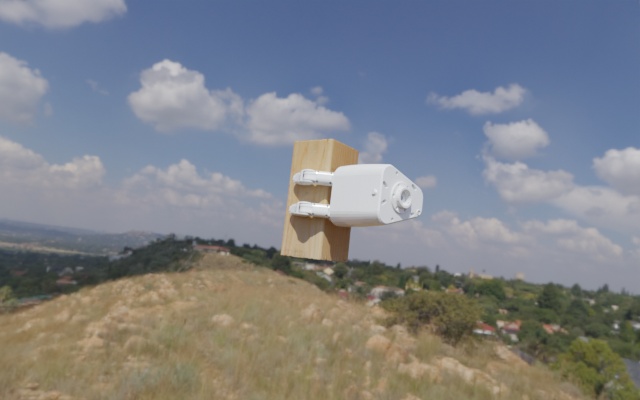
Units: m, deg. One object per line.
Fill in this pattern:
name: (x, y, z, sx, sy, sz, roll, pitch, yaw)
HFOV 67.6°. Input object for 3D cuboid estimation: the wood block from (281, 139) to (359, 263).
wood block: (0.001, 0.003, 0.859, 0.090, 0.206, 0.091, 2, -9, 37)
